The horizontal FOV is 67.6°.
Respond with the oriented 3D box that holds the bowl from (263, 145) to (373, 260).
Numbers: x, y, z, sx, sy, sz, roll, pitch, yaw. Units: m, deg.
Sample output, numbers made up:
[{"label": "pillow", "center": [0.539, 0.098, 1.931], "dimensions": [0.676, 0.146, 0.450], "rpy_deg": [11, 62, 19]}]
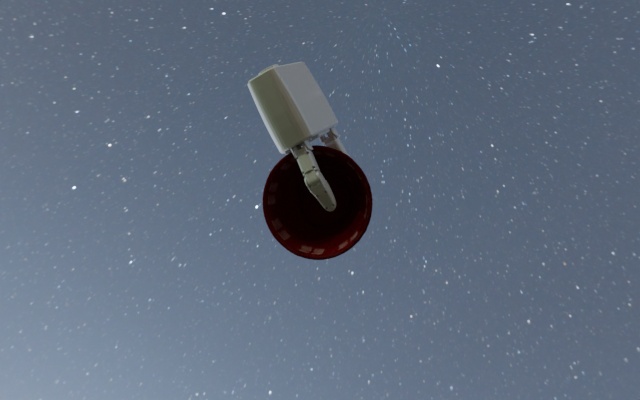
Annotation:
[{"label": "bowl", "center": [0.000, 0.004, 0.695], "dimensions": [0.162, 0.162, 0.055], "rpy_deg": [0, 3, 16]}]
